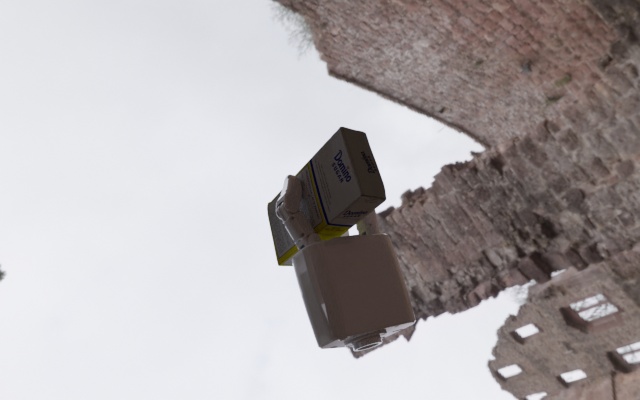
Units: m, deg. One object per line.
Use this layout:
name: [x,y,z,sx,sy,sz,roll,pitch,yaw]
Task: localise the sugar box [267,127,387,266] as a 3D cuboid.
sugar box: [0.000,0.002,0.574,0.048,0.093,0.176,8,-35,-38]
